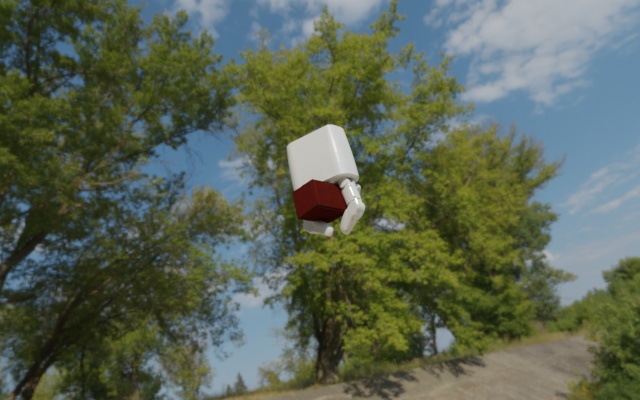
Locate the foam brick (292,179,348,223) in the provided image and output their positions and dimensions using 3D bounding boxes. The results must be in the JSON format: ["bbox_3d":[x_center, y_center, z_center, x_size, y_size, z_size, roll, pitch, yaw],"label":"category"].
[{"bbox_3d":[0.000,0.003,0.807,0.078,0.051,0.053,11,-32,-45],"label":"foam brick"}]
